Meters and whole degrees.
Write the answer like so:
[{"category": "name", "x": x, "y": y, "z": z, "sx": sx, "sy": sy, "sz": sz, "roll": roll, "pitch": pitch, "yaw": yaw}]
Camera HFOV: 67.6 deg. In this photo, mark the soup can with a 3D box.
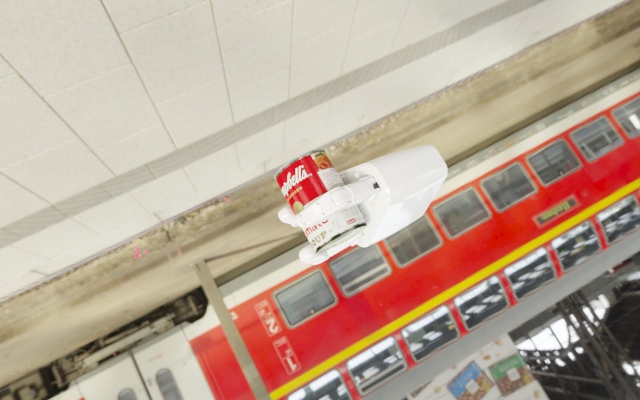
[{"category": "soup can", "x": 0.000, "y": 0.002, "z": 0.550, "sx": 0.068, "sy": 0.102, "sz": 0.068, "roll": -28, "pitch": -12, "yaw": -7}]
